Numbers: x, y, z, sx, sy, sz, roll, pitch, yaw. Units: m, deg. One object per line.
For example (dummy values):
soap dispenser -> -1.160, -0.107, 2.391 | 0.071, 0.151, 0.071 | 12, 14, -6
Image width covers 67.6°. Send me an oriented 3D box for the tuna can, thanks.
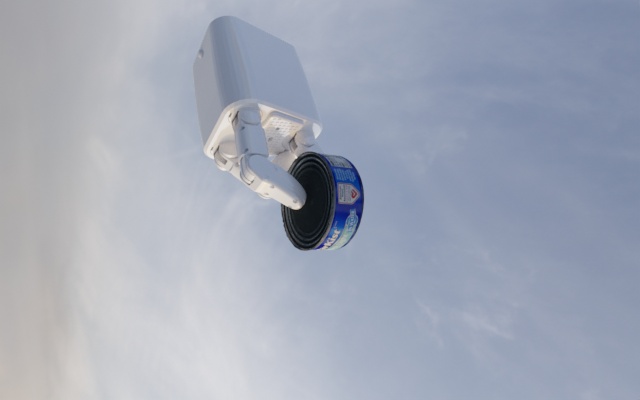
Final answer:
tuna can -> 0.001, 0.001, 0.419 | 0.034, 0.086, 0.086 | 4, -2, -33
